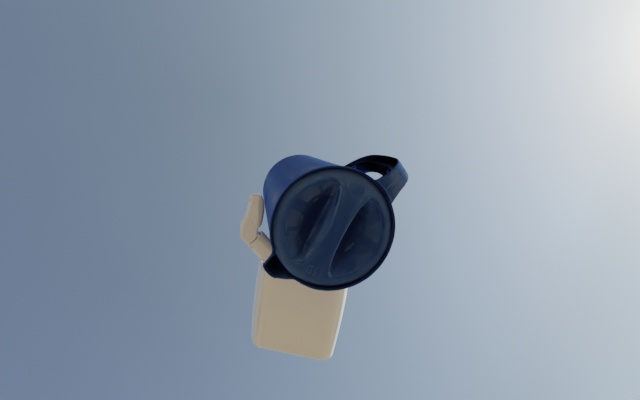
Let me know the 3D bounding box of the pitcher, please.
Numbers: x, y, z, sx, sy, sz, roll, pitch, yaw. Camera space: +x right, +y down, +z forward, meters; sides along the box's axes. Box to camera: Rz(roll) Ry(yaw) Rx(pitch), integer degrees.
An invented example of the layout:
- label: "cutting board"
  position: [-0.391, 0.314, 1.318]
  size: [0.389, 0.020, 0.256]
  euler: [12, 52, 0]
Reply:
- label: "pitcher"
  position: [0.000, 0.002, 0.599]
  size: [0.149, 0.145, 0.242]
  euler: [7, 10, -13]
